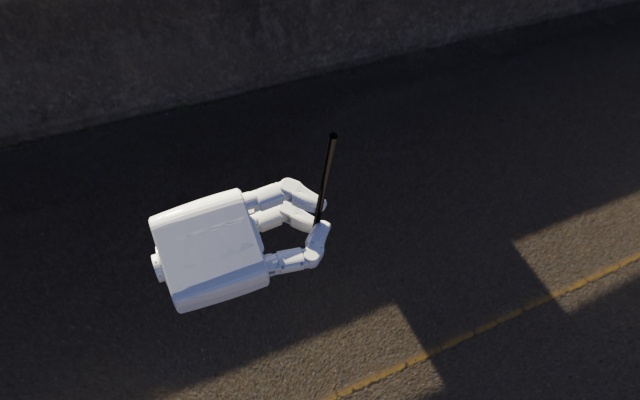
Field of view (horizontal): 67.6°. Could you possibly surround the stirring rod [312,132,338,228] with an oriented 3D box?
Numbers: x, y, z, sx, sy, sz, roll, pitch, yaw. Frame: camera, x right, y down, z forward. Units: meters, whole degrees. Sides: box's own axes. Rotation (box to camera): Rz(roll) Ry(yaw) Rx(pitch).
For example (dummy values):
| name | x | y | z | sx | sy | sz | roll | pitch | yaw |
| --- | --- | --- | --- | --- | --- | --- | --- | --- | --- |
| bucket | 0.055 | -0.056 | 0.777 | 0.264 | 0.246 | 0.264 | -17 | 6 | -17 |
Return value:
| name | x | y | z | sx | sy | sz | roll | pitch | yaw |
| --- | --- | --- | --- | --- | --- | --- | --- | --- | --- |
| stirring rod | 0.000 | 0.002 | 0.537 | 0.011 | 0.011 | 0.240 | 0 | -30 | -6 |
